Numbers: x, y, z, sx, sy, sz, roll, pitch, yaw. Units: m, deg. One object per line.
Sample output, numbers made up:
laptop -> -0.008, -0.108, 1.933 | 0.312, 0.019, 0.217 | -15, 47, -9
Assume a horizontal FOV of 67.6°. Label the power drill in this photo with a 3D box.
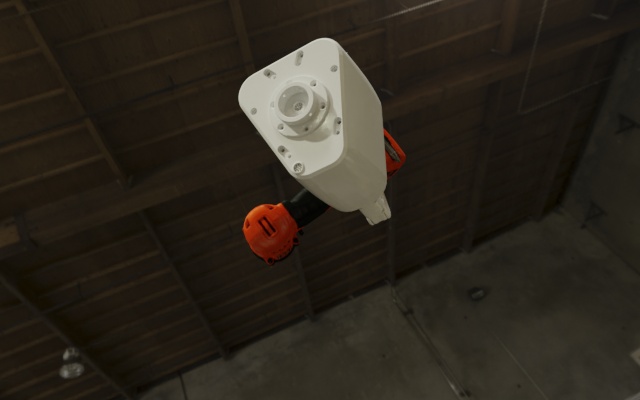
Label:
power drill -> 0.000, 0.001, 0.536 | 0.187, 0.057, 0.184 | -39, -5, -9
